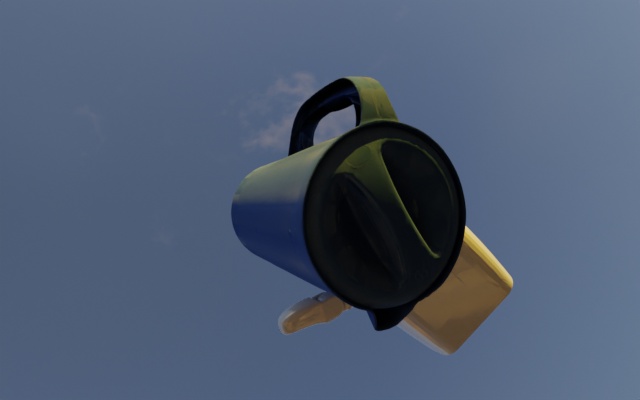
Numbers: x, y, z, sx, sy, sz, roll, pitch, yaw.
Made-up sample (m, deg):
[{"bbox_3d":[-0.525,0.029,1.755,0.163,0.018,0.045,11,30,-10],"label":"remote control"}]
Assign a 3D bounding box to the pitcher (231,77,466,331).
[{"bbox_3d":[0.000,0.002,0.431,0.145,0.149,0.243,41,-17,-20],"label":"pitcher"}]
